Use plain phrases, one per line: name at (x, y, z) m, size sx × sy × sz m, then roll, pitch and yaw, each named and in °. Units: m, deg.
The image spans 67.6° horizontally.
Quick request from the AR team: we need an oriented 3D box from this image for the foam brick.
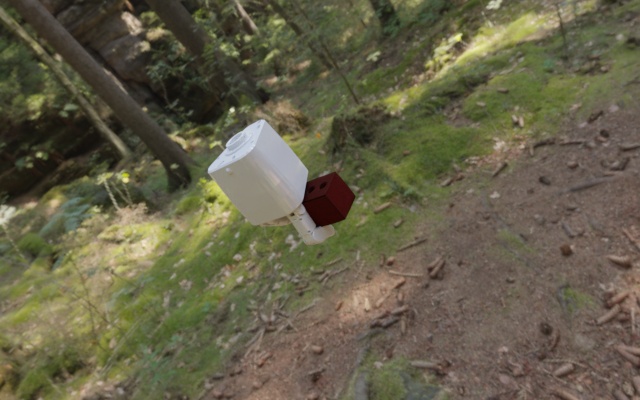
foam brick at (0.000, 0.002, 0.690) m, size 0.078 × 0.051 × 0.053 m, roll -19°, pitch 31°, yaw 36°
